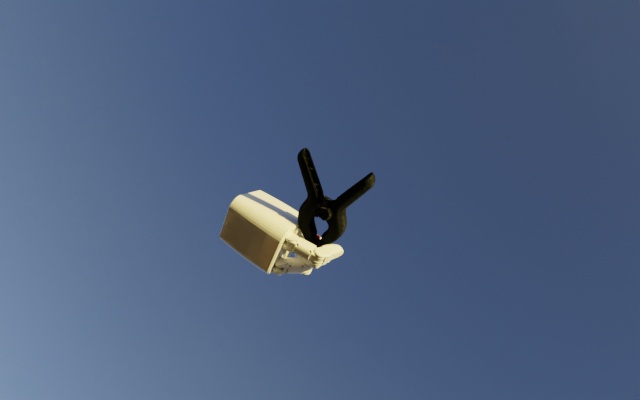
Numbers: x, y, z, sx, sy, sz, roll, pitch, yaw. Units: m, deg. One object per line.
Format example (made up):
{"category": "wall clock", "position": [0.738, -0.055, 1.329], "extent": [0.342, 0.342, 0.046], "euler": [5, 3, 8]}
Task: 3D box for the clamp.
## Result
{"category": "clamp", "position": [0.000, 0.002, 0.736], "extent": [0.120, 0.171, 0.039], "euler": [32, 31, 11]}
